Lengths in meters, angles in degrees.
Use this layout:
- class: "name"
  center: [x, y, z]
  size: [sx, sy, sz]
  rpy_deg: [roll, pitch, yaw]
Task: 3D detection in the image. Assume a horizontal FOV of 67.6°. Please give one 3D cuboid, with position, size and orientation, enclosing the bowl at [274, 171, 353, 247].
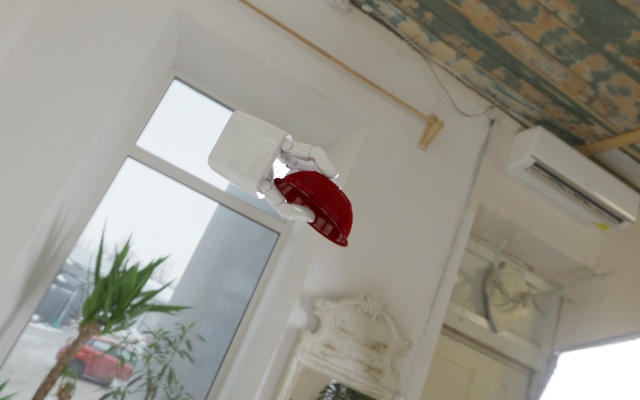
- class: "bowl"
  center: [0.001, 0.003, 0.783]
  size: [0.162, 0.055, 0.162]
  rpy_deg: [41, -14, 12]
